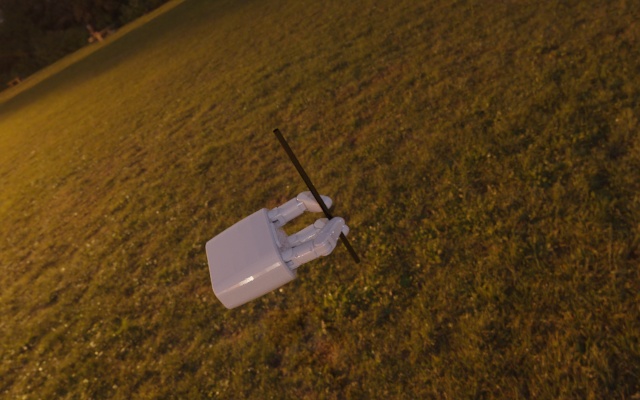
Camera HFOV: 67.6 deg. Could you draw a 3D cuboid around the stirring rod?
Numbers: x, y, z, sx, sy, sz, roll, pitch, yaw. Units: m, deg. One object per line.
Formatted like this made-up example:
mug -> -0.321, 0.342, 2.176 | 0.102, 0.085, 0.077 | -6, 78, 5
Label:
stirring rod -> 0.000, 0.002, 0.647 | 0.011, 0.240, 0.011 | -23, 31, 15
